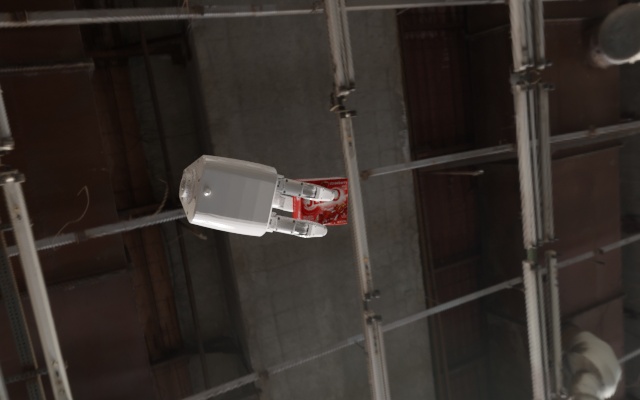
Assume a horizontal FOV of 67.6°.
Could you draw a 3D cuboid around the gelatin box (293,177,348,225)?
[{"bbox_3d":[0.000,0.002,0.741,0.089,0.073,0.030,-5,9,-33],"label":"gelatin box"}]
